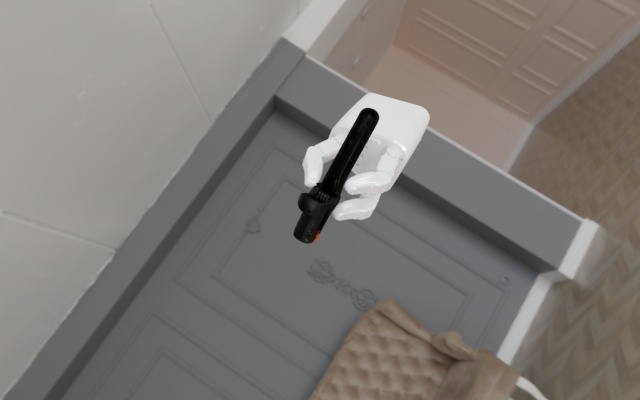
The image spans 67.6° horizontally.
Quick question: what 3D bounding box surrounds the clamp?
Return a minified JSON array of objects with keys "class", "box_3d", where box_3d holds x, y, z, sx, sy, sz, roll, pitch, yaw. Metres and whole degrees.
[{"class":"clamp","box_3d":[-0.001,0.002,0.587,0.036,0.164,0.210,32,-40,6]}]
